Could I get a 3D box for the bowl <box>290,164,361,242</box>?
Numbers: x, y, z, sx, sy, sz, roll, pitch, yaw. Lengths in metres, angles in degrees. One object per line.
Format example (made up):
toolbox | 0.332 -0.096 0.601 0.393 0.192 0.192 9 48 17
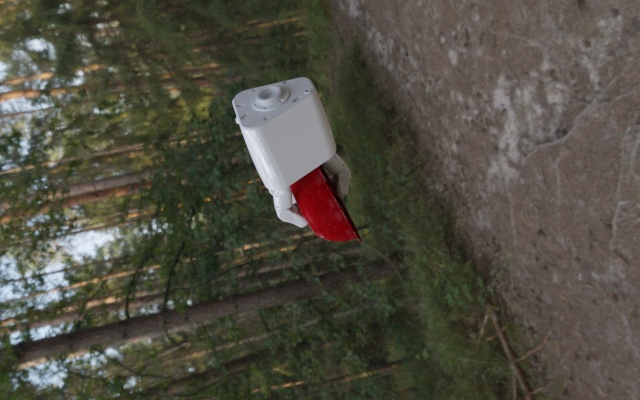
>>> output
bowl | 0.000 0.004 0.721 0.055 0.162 0.162 -29 -3 4
